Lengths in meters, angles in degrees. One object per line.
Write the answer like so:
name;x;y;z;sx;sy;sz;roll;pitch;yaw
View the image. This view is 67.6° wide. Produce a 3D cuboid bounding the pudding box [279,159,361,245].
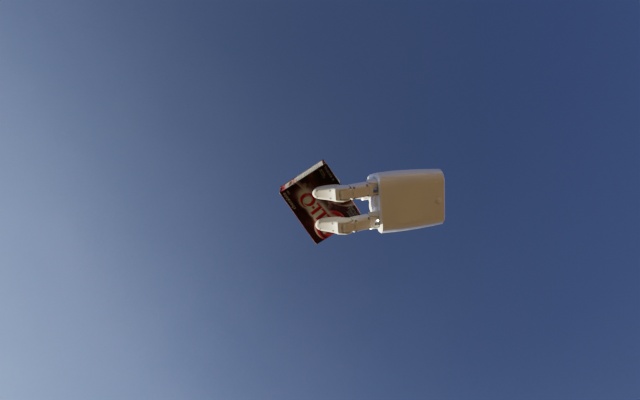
pudding box;0.000;0.002;0.783;0.090;0.113;0.039;-33;16;7
